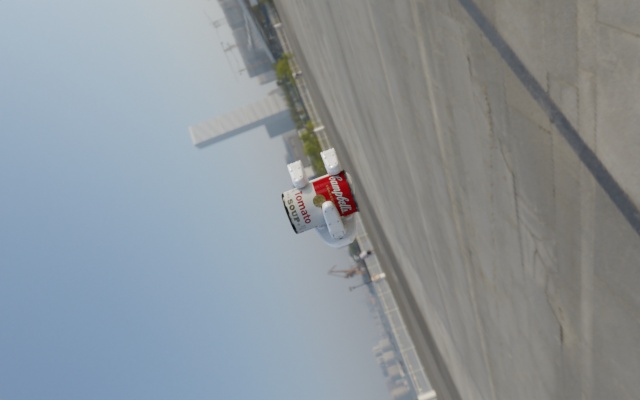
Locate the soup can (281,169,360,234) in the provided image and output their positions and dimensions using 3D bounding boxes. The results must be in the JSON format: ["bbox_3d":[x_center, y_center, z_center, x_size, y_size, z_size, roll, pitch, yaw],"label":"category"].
[{"bbox_3d":[0.000,0.002,0.717,0.102,0.068,0.068,-20,-1,2],"label":"soup can"}]
